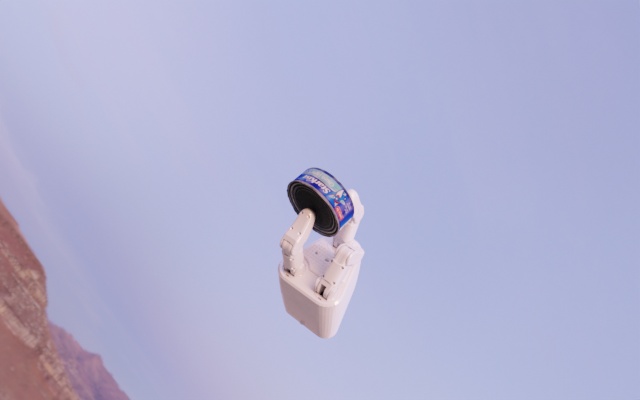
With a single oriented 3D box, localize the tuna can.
[{"bbox_3d":[0.000,0.002,0.591,0.033,0.086,0.086,-41,22,-27],"label":"tuna can"}]
